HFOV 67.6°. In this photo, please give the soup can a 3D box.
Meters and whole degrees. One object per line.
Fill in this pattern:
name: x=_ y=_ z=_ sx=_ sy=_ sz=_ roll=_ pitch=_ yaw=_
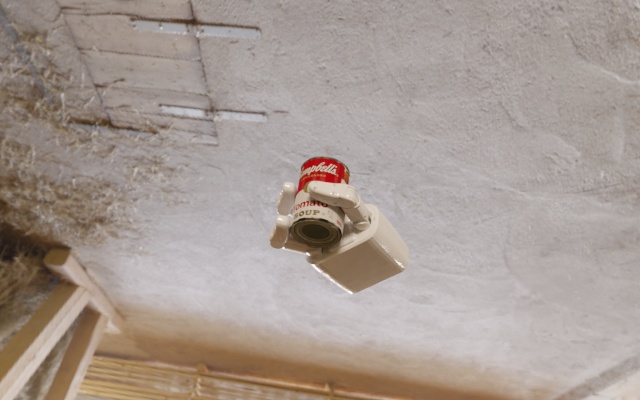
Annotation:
soup can: x=0.000 y=0.002 z=0.625 sx=0.068 sy=0.102 sz=0.069 roll=6 pitch=-35 yaw=4
